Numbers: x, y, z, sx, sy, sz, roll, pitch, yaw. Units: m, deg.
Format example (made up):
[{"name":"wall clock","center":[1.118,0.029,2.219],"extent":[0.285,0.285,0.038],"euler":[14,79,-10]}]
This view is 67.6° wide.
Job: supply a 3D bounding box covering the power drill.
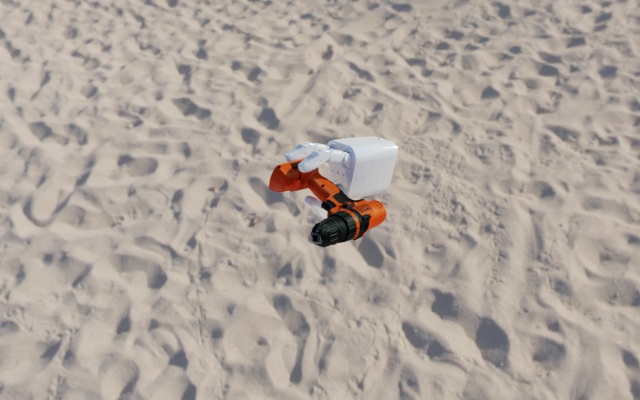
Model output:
[{"name":"power drill","center":[0.000,0.002,0.822],"extent":[0.187,0.057,0.184],"euler":[38,31,26]}]
